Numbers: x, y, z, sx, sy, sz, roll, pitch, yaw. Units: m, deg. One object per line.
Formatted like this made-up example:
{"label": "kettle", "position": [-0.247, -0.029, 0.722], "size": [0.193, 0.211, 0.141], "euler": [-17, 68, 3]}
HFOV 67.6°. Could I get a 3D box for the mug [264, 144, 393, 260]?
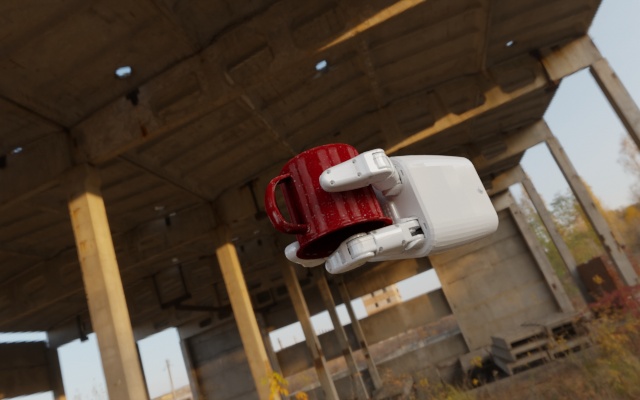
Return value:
{"label": "mug", "position": [-0.001, 0.001, 0.440], "size": [0.117, 0.081, 0.093], "euler": [-5, -24, -36]}
